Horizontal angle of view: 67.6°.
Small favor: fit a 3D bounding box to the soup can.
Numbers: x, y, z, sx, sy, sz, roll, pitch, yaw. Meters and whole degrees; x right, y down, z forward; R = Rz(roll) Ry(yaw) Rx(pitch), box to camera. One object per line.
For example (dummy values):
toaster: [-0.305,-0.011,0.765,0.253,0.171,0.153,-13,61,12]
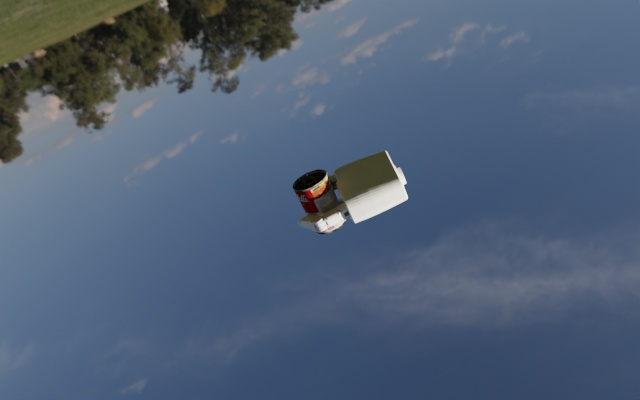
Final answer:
soup can: [0.000,0.003,0.884,0.068,0.102,0.068,-21,27,11]
